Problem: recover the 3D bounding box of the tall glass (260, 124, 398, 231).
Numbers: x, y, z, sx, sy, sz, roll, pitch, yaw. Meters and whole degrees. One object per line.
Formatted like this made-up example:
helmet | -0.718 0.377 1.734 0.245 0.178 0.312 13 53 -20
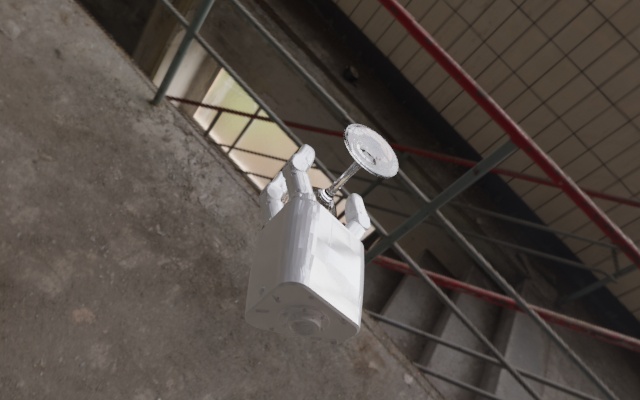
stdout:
tall glass | 0.001 0.001 0.574 0.079 0.079 0.201 0 -34 -42
